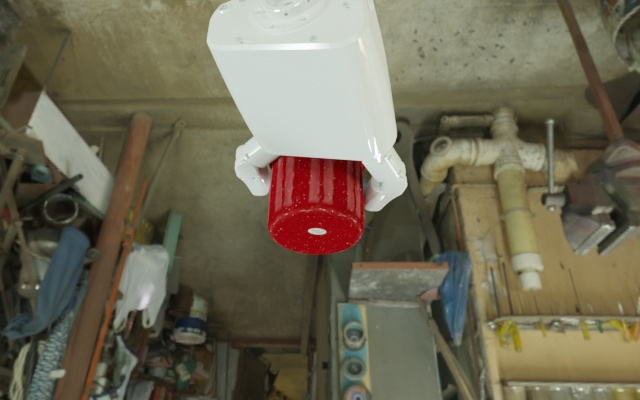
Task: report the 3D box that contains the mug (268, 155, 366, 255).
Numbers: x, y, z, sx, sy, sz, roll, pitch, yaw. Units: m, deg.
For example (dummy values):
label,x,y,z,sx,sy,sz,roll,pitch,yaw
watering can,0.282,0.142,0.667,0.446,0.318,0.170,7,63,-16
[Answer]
label,x,y,z,sx,sy,sz,roll,pitch,yaw
mug,0.000,0.002,0.432,0.093,0.081,0.117,-9,-35,15
